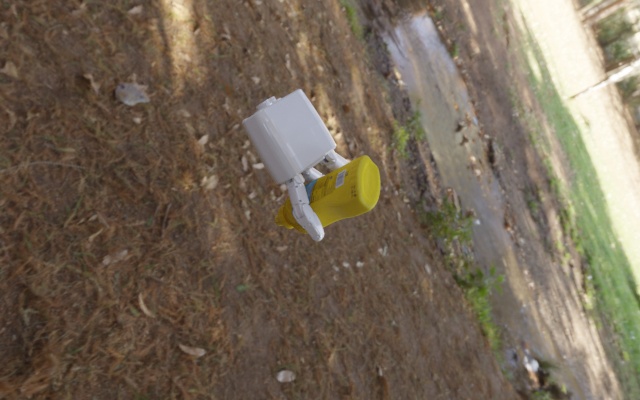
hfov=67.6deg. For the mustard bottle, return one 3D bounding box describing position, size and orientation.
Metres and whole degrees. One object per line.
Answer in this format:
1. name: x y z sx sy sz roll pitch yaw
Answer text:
1. mustard bottle: 0.001 0.003 0.749 0.192 0.096 0.058 -23 -52 34
